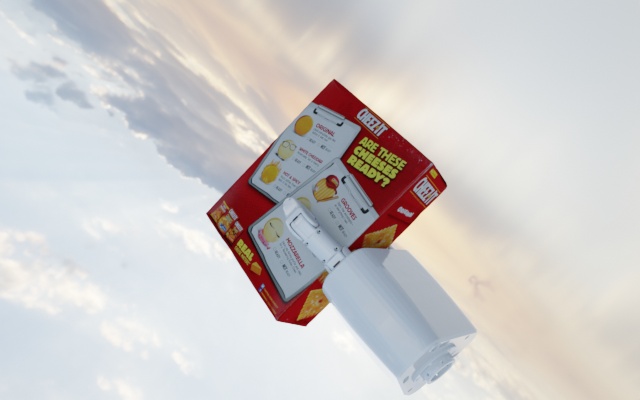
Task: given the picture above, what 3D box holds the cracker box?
[{"bbox_3d":[0.000,0.002,0.516,0.164,0.214,0.072,49,7,33],"label":"cracker box"}]
